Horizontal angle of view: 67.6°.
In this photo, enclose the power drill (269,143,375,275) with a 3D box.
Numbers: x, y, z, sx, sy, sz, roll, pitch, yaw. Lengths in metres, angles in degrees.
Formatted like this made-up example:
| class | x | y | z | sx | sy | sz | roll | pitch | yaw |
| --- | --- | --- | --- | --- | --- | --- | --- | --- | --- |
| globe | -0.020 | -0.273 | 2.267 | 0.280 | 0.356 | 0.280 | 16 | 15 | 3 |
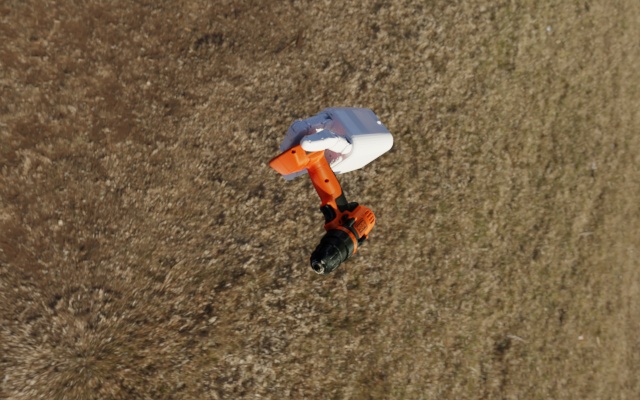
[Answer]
| class | x | y | z | sx | sy | sz | roll | pitch | yaw |
| --- | --- | --- | --- | --- | --- | --- | --- | --- | --- |
| power drill | 0.000 | 0.002 | 0.727 | 0.057 | 0.187 | 0.184 | -26 | 8 | 32 |
